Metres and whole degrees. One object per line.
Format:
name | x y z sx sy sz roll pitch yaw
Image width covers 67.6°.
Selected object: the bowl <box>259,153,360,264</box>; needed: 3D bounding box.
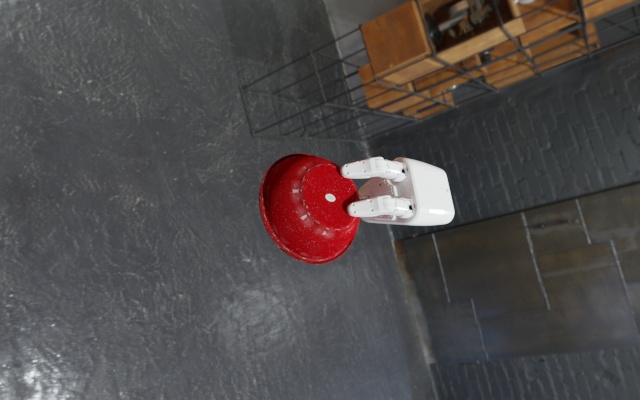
bowl | -0.001 0.002 0.647 0.162 0.162 0.055 0 -17 -34
